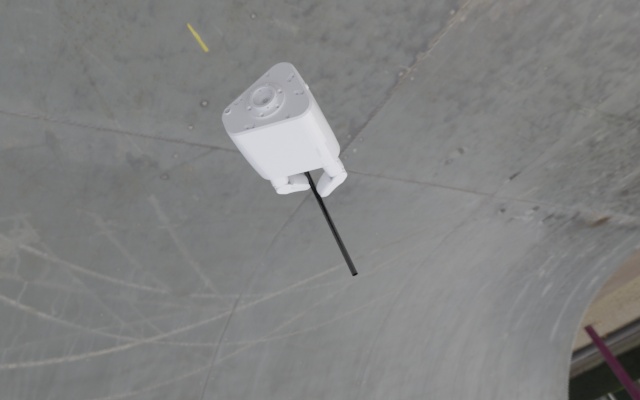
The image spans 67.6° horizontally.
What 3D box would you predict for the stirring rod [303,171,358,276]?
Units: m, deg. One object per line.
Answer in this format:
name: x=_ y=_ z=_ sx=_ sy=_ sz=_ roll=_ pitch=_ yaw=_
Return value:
stirring rod: x=0.000 y=0.002 z=0.677 sx=0.011 sy=0.239 sz=0.011 roll=-19 pitch=-31 yaw=-12
